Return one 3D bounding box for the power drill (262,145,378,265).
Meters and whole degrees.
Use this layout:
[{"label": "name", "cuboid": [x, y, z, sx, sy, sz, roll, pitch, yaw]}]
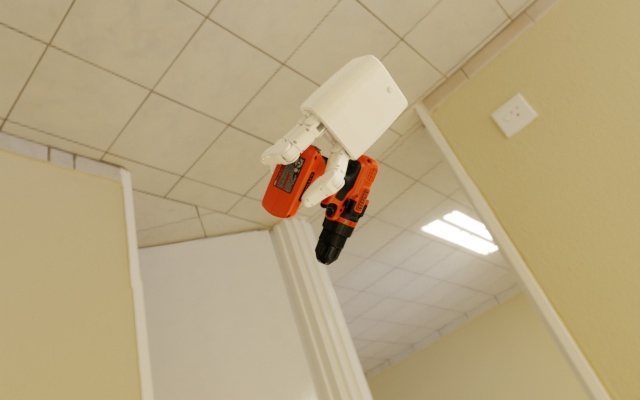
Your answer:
[{"label": "power drill", "cuboid": [0.000, 0.002, 0.701, 0.057, 0.184, 0.188, 23, 3, 35]}]
